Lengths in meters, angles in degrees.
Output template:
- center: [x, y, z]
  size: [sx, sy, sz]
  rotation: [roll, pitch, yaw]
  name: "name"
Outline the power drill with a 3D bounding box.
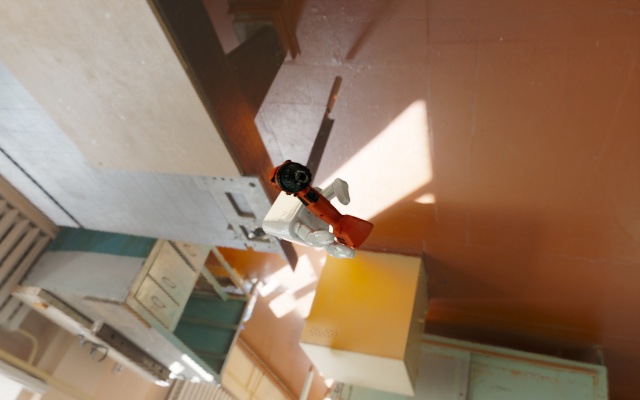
- center: [0.000, 0.003, 0.810]
  size: [0.188, 0.057, 0.184]
  rotation: [41, -6, -13]
  name: "power drill"
